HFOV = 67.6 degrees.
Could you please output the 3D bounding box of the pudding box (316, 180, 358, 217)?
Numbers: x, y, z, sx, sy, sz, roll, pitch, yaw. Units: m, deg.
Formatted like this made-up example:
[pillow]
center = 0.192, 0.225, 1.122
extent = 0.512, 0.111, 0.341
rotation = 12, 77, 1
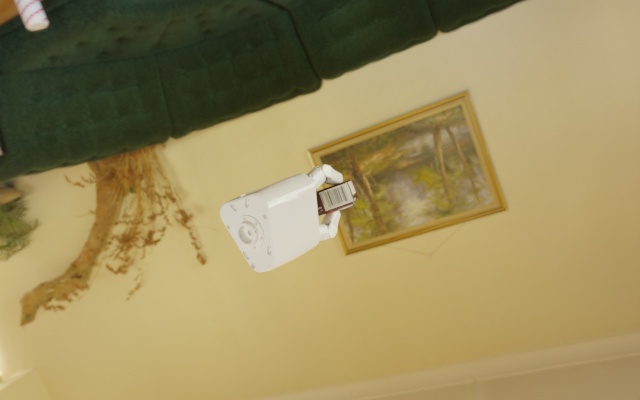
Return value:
[pudding box]
center = 0.000, 0.003, 0.765
extent = 0.113, 0.039, 0.090
rotation = -18, 3, 9
